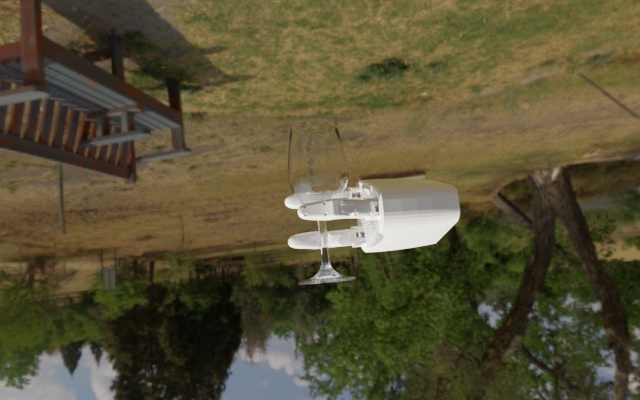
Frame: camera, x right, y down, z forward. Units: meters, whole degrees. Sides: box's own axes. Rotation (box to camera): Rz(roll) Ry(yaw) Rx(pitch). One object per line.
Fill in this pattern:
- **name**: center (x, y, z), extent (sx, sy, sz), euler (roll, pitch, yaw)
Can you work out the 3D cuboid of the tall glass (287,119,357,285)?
- **tall glass**: center (0.000, 0.003, 0.604), extent (0.079, 0.201, 0.079), euler (-5, -8, -1)
